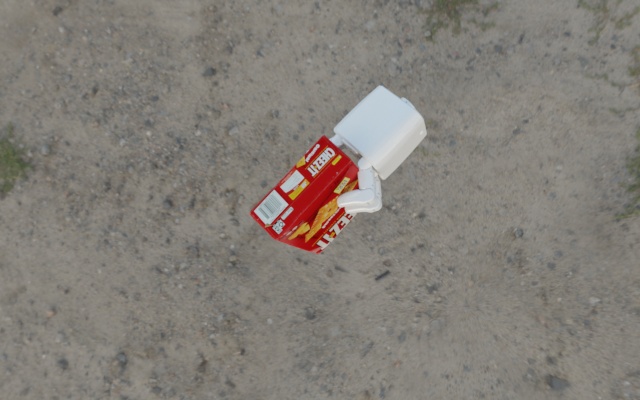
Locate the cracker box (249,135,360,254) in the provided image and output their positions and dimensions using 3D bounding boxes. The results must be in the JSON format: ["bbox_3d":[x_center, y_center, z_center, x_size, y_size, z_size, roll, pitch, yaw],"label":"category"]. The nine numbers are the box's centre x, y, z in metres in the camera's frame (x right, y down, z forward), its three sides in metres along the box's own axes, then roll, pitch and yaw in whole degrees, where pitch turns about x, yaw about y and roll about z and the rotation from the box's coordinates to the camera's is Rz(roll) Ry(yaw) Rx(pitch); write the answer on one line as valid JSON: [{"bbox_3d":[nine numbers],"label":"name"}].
[{"bbox_3d":[0.000,0.002,0.791,0.072,0.164,0.214,45,3,21],"label":"cracker box"}]
